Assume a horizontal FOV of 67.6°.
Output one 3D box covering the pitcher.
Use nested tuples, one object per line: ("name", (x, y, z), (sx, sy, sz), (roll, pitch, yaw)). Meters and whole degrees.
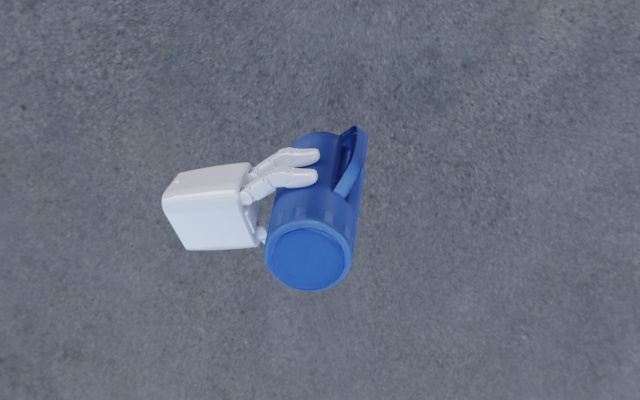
("pitcher", (0.000, 0.002, 0.664), (0.145, 0.149, 0.242), (-5, 30, 8))
